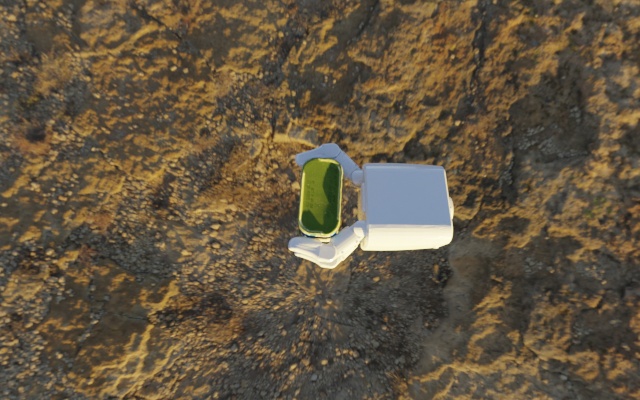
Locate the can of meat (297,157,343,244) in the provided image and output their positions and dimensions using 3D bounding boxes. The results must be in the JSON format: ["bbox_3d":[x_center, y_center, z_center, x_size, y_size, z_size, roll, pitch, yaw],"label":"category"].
[{"bbox_3d":[0.000,0.002,0.614,0.057,0.102,0.084,3,-11,0],"label":"can of meat"}]
